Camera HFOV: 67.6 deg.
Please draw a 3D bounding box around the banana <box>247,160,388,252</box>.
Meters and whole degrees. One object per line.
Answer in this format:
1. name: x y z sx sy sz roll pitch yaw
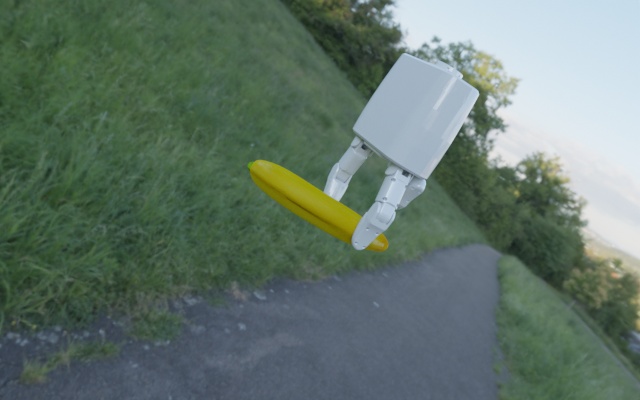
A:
1. banana: -0.007 0.003 0.547 0.198 0.037 0.069 33 14 7
